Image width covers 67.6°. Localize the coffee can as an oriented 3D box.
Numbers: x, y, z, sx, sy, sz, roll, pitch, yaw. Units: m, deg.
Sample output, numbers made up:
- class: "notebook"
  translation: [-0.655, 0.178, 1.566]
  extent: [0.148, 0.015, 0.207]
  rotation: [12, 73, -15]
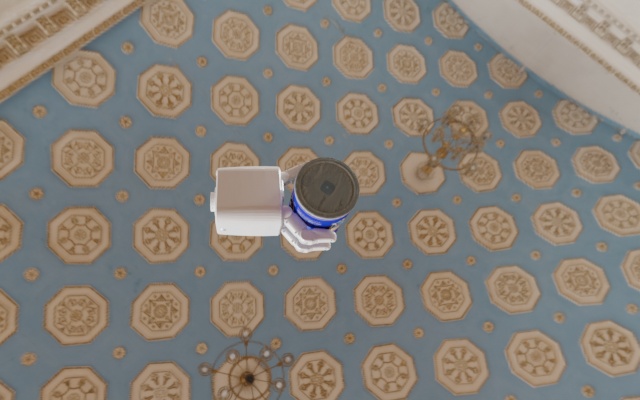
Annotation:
- class: "coffee can"
  translation: [0.000, 0.003, 0.802]
  extent: [0.103, 0.102, 0.140]
  rotation: [0, -20, -10]
